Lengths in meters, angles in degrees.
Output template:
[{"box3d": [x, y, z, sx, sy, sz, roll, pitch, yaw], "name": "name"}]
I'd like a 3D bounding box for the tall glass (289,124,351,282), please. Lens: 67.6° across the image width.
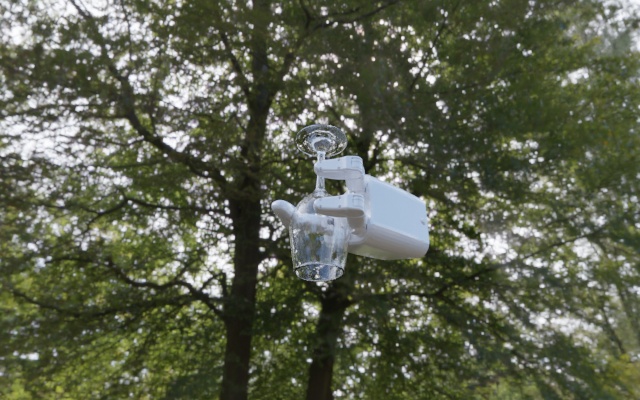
[{"box3d": [0.000, 0.001, 0.628, 0.079, 0.201, 0.079, 1, -30, 1], "name": "tall glass"}]
